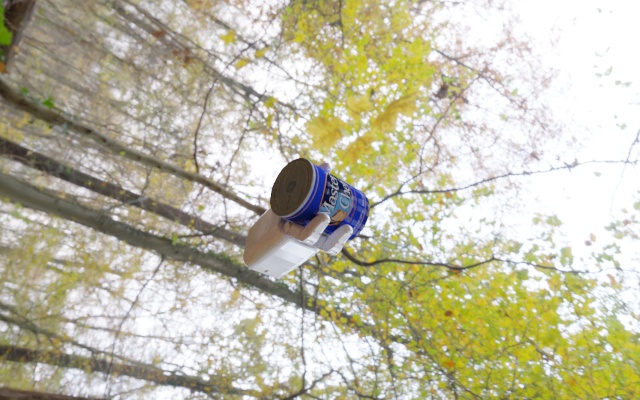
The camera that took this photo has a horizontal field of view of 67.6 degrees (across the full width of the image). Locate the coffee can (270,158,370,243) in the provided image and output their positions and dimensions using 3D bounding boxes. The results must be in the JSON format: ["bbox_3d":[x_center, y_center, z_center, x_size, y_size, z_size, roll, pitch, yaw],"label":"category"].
[{"bbox_3d":[0.000,0.002,0.809,0.140,0.102,0.103,28,-18,-38],"label":"coffee can"}]
